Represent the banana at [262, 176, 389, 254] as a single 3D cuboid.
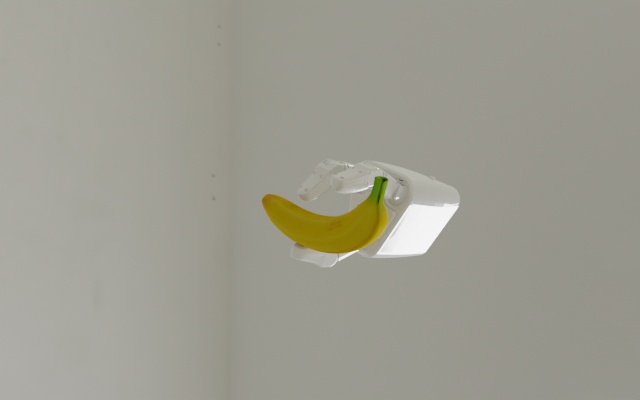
[{"bbox_3d":[0.003,0.020,0.491,0.037,0.069,0.198,0,-5,-40],"label":"banana"}]
